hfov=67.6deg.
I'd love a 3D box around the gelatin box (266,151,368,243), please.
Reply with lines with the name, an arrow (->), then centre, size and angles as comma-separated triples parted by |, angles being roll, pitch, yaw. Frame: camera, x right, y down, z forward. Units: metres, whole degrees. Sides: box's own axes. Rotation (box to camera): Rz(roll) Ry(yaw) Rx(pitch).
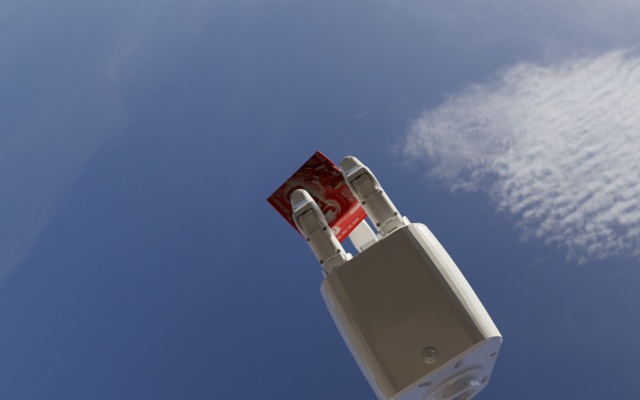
gelatin box -> 0.000, 0.002, 0.460 | 0.089, 0.073, 0.030 | 42, -5, 44
